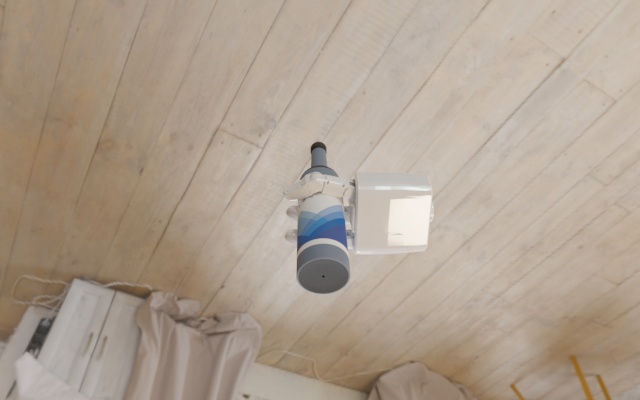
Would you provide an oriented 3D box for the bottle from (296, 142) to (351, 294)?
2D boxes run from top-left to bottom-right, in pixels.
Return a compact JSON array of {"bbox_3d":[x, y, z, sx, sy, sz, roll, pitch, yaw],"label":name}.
[{"bbox_3d":[0.000,0.002,0.698,0.069,0.069,0.295,0,38,-2],"label":"bottle"}]
